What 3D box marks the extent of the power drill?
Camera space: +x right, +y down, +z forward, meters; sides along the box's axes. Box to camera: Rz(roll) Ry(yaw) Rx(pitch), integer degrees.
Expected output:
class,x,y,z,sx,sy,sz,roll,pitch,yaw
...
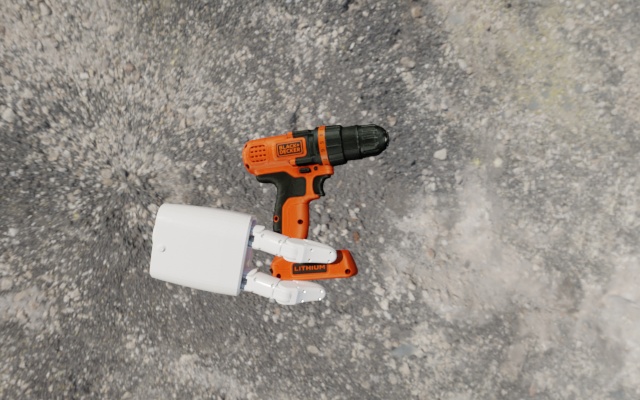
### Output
class,x,y,z,sx,sy,sz,roll,pitch,yaw
power drill,0.000,0.002,0.590,0.184,0.187,0.057,-7,-6,13
